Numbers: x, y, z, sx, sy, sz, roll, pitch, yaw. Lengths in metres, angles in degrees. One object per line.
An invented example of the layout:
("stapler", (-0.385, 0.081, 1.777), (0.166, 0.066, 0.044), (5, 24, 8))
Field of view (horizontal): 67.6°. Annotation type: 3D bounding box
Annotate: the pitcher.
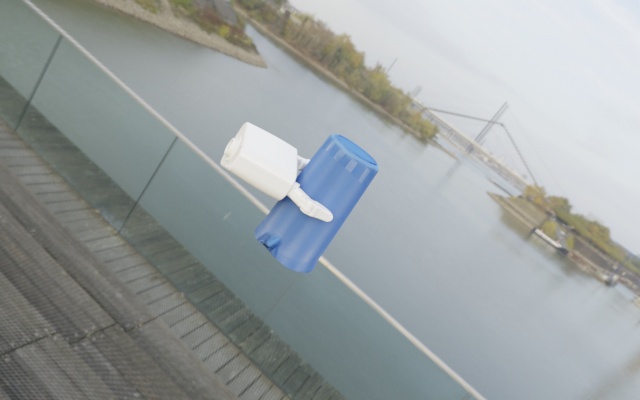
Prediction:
("pitcher", (0.000, 0.003, 0.886), (0.145, 0.243, 0.149), (29, 17, -23))
